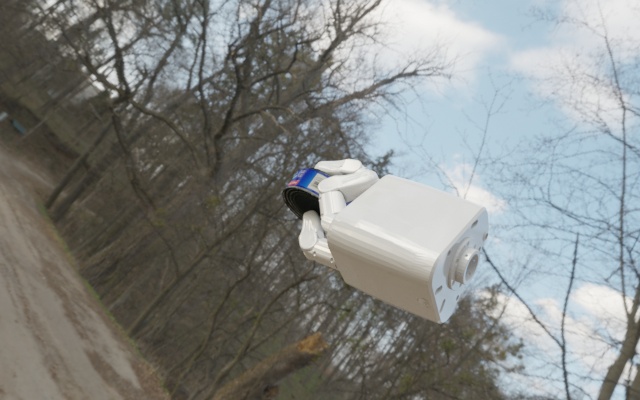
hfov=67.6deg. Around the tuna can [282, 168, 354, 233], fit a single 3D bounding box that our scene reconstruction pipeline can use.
[{"bbox_3d":[0.000,0.001,0.553,0.086,0.033,0.086,29,-24,14],"label":"tuna can"}]
